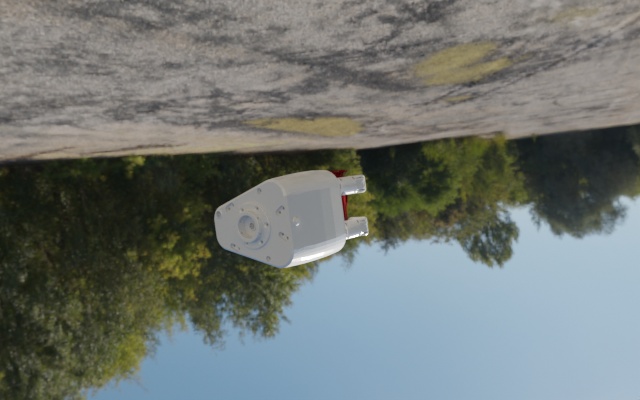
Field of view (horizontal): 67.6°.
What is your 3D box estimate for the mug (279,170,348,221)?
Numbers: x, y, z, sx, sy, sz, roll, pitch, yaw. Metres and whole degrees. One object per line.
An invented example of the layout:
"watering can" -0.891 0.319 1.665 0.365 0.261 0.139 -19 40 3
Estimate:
"mug" 0.001 0.002 0.655 0.093 0.081 0.117 -4 4 35
